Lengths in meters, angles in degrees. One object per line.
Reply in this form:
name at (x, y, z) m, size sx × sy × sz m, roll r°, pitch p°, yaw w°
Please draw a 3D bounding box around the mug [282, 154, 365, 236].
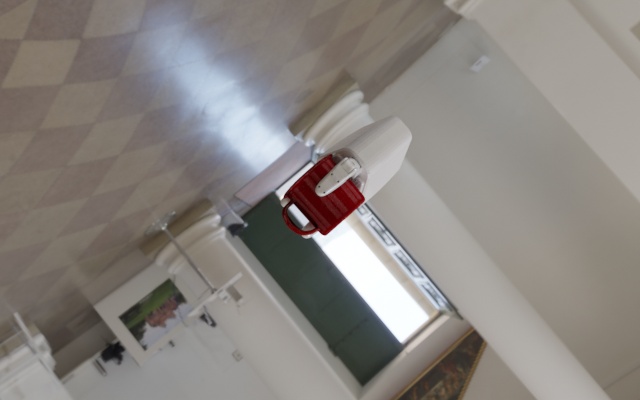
mug at (-0.001, 0.003, 0.665) m, size 0.117 × 0.081 × 0.093 m, roll -40°, pitch -4°, yaw -26°
